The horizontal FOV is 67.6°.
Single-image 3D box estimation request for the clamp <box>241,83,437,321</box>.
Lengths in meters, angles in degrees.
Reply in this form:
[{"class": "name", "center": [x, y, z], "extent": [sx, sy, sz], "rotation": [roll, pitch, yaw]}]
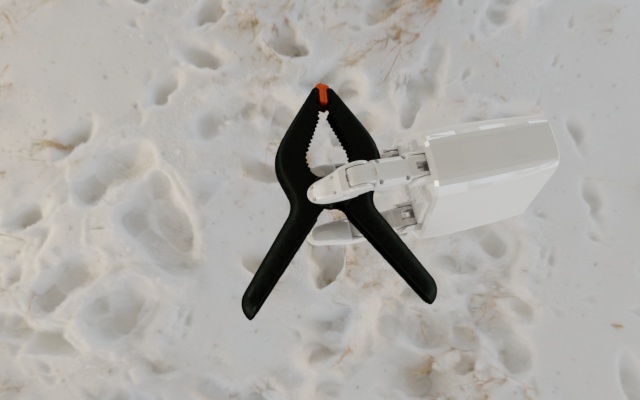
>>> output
[{"class": "clamp", "center": [0.000, 0.001, 0.417], "extent": [0.164, 0.210, 0.036], "rotation": [-11, -11, -7]}]
